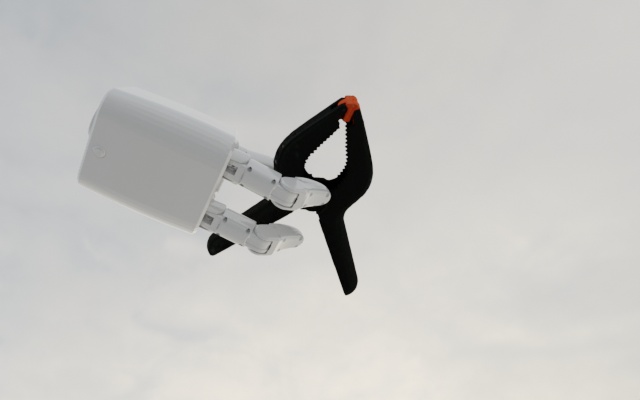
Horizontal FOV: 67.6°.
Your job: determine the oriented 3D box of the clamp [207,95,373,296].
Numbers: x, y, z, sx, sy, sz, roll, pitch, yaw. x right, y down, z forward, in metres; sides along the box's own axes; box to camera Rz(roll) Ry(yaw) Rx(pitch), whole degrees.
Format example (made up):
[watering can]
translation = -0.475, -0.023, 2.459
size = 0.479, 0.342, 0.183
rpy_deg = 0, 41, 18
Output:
[clamp]
translation = 0.000, 0.001, 0.469
size = 0.164, 0.210, 0.036
rpy_deg = 24, 26, -14
